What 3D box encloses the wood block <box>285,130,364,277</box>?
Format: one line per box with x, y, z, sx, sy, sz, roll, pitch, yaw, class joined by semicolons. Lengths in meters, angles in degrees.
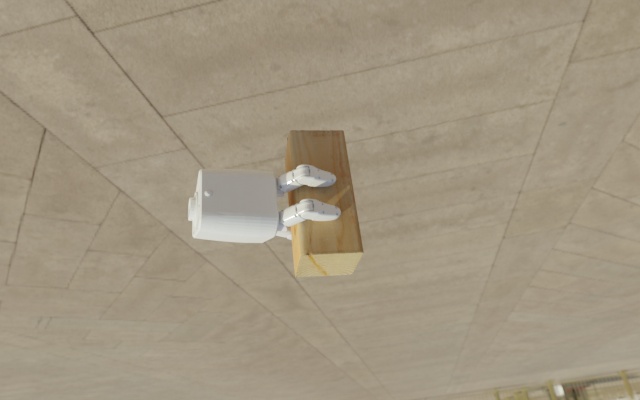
0.000;0.003;0.727;0.090;0.206;0.091;-2;-28;-10;wood block
